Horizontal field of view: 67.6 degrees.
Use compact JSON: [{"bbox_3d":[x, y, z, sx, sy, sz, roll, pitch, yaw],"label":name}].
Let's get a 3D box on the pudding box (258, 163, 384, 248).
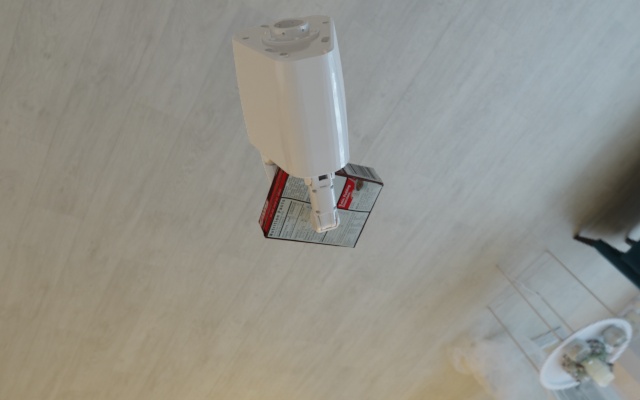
[{"bbox_3d":[0.000,0.002,0.512,0.113,0.090,0.039,10,28,-24],"label":"pudding box"}]
